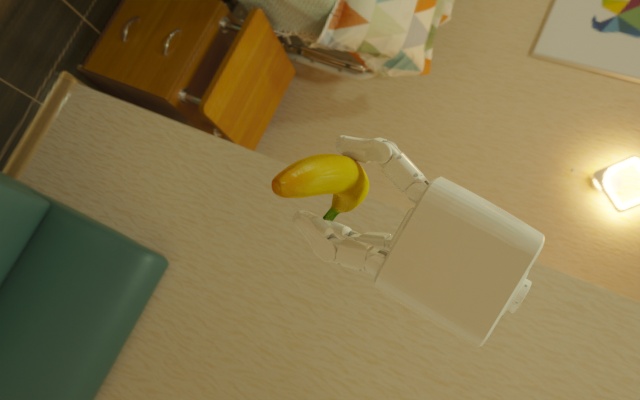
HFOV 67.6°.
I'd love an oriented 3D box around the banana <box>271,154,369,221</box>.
[{"bbox_3d":[0.013,-0.012,0.460,0.037,0.069,0.198,39,1,18],"label":"banana"}]
